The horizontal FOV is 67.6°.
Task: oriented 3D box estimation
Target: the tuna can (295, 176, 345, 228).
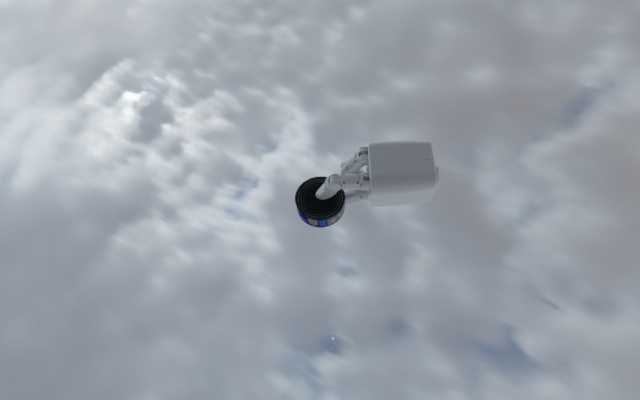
[{"bbox_3d":[0.000,0.003,0.823,0.086,0.086,0.034,0,-30,4],"label":"tuna can"}]
